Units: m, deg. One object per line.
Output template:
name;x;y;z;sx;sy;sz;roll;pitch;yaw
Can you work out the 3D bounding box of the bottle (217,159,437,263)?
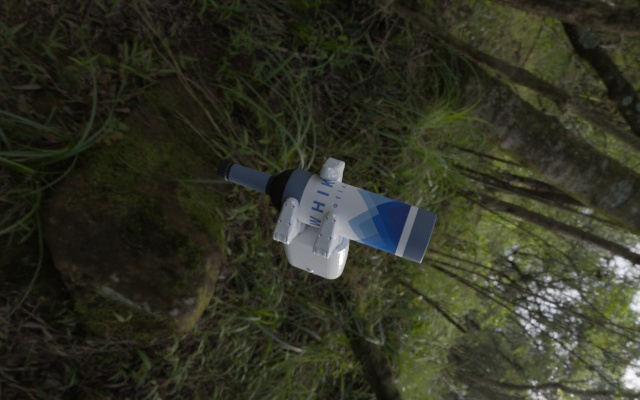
bottle;0.000;0.002;0.633;0.295;0.069;0.069;19;4;11
